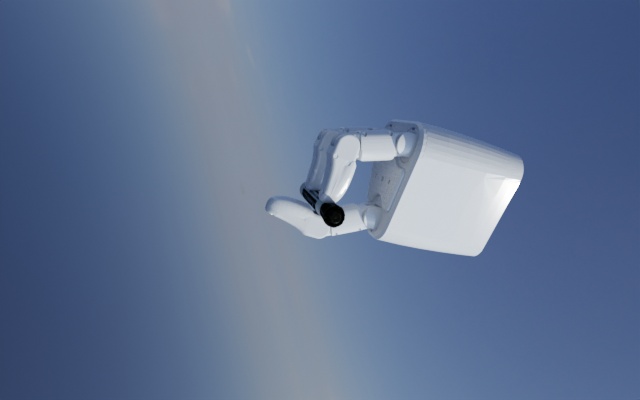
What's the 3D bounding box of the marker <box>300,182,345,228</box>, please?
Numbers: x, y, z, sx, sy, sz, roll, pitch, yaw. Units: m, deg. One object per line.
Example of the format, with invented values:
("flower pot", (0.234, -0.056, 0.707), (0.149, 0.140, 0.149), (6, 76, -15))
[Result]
("marker", (0.000, 0.001, 0.439), (0.020, 0.020, 0.121), (0, 12, -12))
